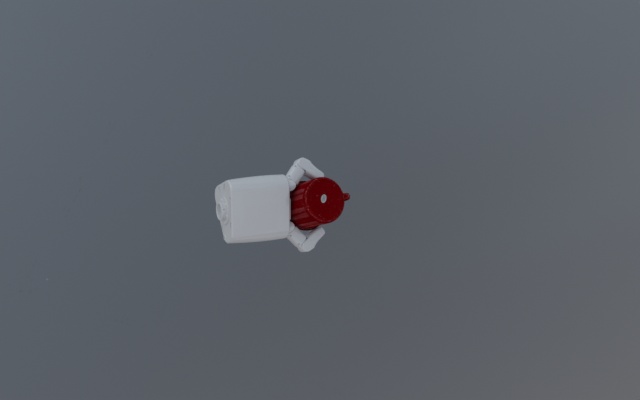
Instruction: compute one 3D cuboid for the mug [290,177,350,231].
[{"bbox_3d":[0.002,0.003,0.857,0.117,0.093,0.081,-7,-5,-29],"label":"mug"}]
